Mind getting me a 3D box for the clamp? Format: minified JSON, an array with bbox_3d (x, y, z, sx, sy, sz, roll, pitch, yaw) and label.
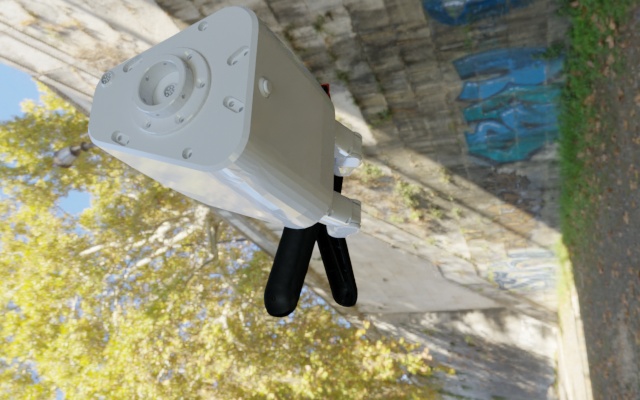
[{"bbox_3d":[-0.001,0.001,0.429,0.036,0.210,0.165,-5,-18,20],"label":"clamp"}]
